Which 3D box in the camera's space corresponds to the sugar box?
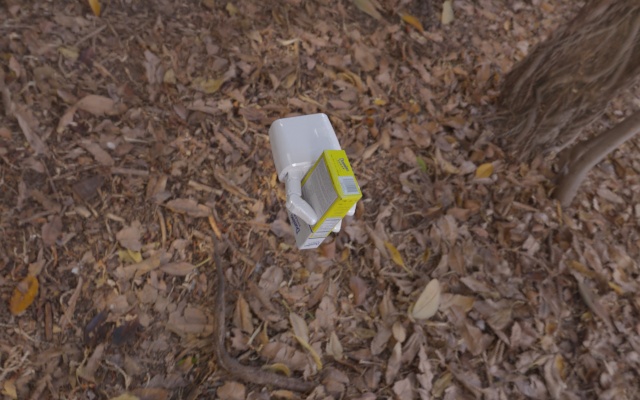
[{"bbox_3d":[0.001,0.002,0.813,0.048,0.093,0.176,-4,-29,-28],"label":"sugar box"}]
